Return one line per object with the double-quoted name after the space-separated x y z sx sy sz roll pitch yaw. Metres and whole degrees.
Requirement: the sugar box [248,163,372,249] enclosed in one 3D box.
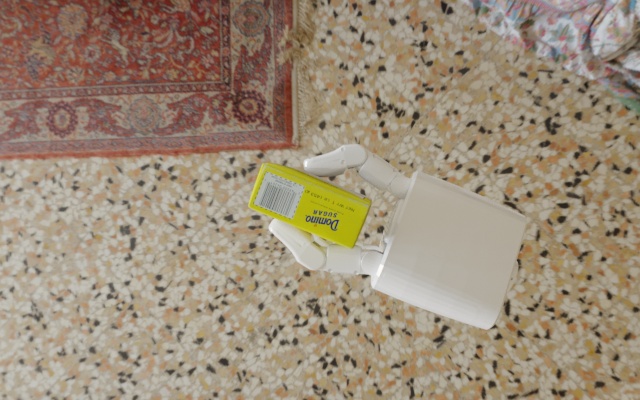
0.000 0.002 0.458 0.093 0.048 0.176 23 2 6 "sugar box"
